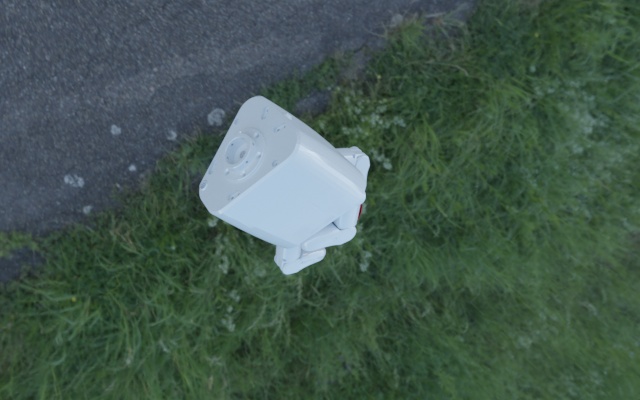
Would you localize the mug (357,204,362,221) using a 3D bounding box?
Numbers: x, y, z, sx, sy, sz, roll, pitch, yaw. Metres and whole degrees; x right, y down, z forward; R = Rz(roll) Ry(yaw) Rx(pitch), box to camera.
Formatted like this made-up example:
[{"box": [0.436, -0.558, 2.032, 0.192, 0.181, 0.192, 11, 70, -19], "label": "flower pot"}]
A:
[{"box": [0.001, 0.002, 0.551, 0.117, 0.093, 0.081, 29, 14, -50], "label": "mug"}]
